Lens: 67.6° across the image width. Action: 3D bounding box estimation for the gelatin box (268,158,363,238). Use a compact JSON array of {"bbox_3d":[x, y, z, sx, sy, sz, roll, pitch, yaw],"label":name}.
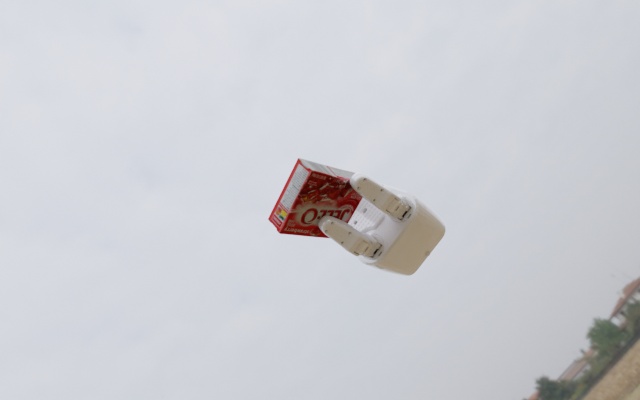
[{"bbox_3d":[0.000,0.001,0.494,0.089,0.073,0.030,11,25,-44],"label":"gelatin box"}]
